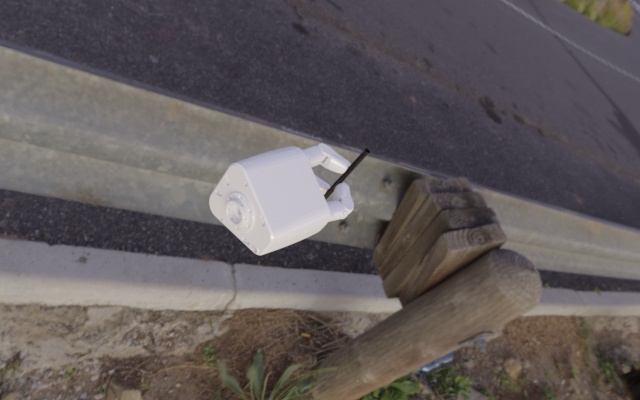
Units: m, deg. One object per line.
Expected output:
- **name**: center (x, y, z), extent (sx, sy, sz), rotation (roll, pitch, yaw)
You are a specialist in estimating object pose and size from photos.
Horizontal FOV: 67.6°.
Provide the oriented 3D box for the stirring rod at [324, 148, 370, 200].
- **stirring rod**: center (0.000, 0.002, 0.720), extent (0.011, 0.011, 0.240), rotation (0, -35, -40)
